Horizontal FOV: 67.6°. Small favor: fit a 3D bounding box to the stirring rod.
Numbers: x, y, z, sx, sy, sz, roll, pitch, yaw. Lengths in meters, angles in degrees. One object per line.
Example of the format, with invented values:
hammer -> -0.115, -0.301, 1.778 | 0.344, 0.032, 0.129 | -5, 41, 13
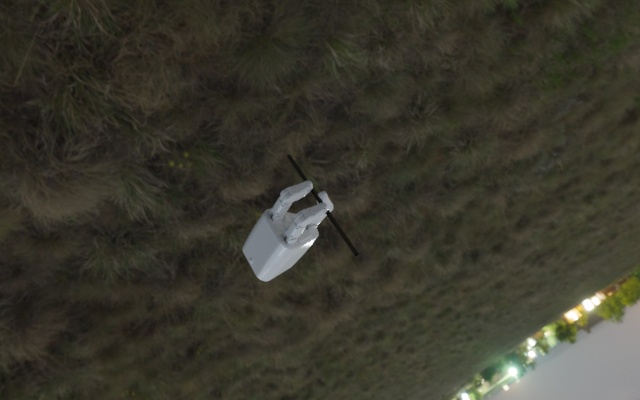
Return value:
stirring rod -> 0.000, 0.003, 0.854 | 0.011, 0.239, 0.011 | -26, -29, -16
